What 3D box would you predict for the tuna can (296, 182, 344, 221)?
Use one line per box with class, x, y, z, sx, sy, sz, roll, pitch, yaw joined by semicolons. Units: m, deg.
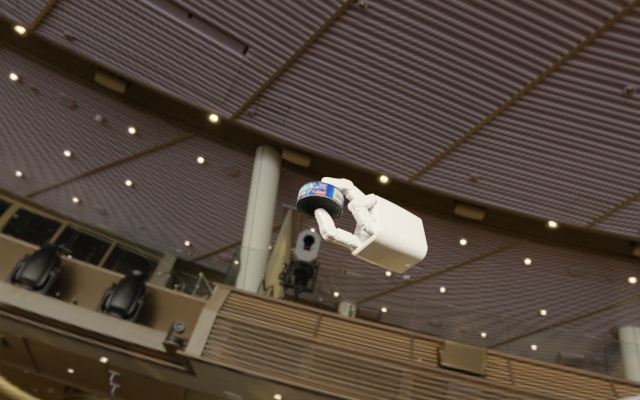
tuna can;0.000;0.002;0.877;0.086;0.033;0.086;7;-34;5
